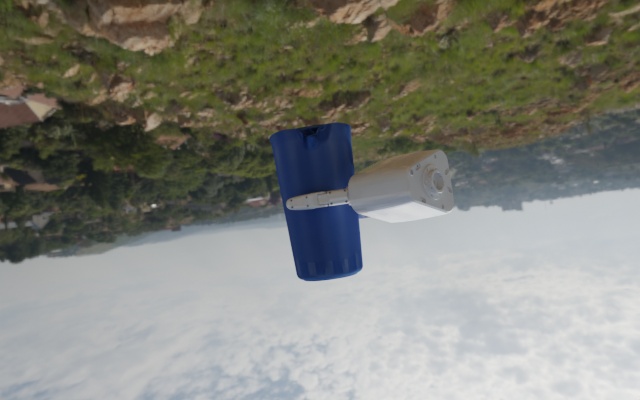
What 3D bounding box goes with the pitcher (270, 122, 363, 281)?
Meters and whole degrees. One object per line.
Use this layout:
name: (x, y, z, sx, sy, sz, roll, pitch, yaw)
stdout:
pitcher: (0.000, 0.003, 0.784, 0.145, 0.243, 0.149, -10, -3, 44)
